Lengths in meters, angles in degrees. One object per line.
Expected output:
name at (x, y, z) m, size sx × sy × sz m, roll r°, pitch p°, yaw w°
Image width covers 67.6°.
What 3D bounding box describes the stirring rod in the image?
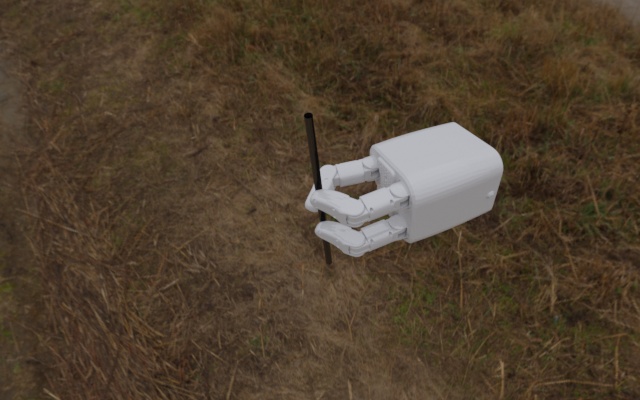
stirring rod at (0.000, 0.002, 0.510) m, size 0.011 × 0.011 × 0.240 m, roll 0°, pitch -39°, yaw 7°
